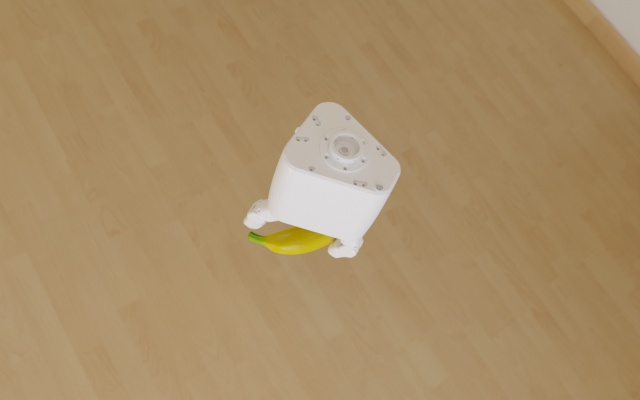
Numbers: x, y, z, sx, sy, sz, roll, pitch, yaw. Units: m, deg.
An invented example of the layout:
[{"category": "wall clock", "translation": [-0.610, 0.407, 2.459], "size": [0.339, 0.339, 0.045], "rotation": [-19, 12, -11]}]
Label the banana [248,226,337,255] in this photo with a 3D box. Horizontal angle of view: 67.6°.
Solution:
[{"category": "banana", "translation": [0.008, 0.017, 0.610], "size": [0.197, 0.069, 0.037], "rotation": [-29, -21, -23]}]
